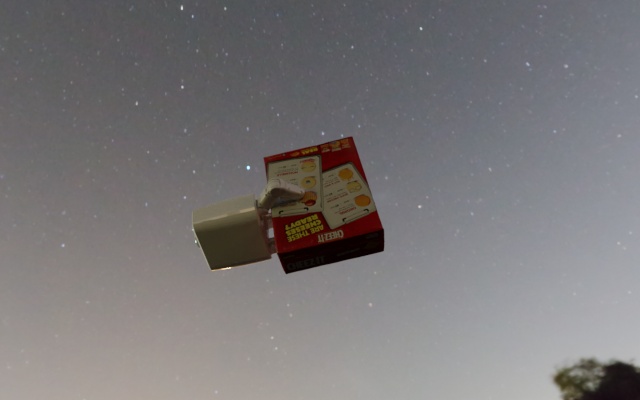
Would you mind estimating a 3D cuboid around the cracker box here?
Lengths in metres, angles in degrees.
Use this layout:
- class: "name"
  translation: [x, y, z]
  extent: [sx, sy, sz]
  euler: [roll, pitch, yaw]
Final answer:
- class: "cracker box"
  translation: [0.000, 0.002, 0.792]
  extent: [0.164, 0.213, 0.072]
  euler: [-13, -41, 0]
